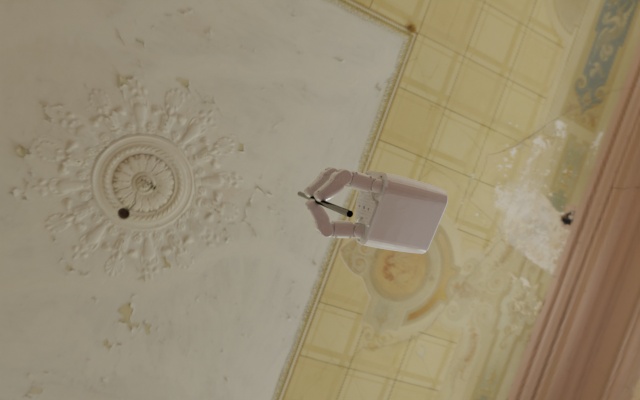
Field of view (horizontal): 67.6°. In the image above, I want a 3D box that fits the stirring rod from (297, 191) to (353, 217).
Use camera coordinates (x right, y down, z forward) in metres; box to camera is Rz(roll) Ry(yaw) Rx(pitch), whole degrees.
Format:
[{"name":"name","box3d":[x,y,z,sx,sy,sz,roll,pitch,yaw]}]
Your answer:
[{"name":"stirring rod","box3d":[0.000,0.002,0.664,0.011,0.011,0.239,0,6,-16]}]
